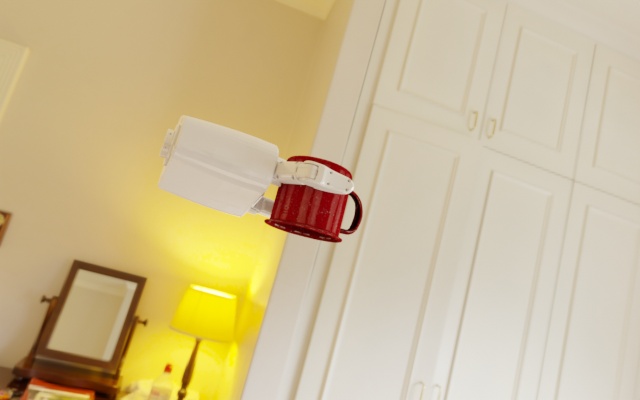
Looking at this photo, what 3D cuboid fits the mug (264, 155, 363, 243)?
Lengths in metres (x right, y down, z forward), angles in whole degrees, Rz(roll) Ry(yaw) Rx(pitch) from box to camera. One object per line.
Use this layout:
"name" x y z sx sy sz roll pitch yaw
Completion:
"mug" 0.001 0.002 0.561 0.117 0.081 0.093 19 -12 -23
